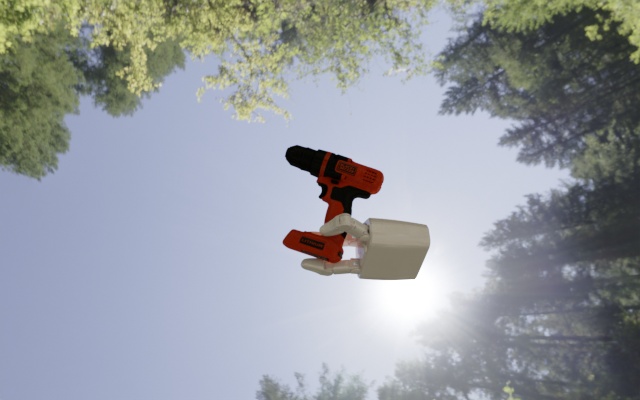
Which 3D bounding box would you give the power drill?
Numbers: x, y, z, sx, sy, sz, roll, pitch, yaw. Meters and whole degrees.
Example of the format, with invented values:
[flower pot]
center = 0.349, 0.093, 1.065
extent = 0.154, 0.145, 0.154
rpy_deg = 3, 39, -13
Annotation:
[power drill]
center = 0.000, 0.003, 0.839
extent = 0.184, 0.187, 0.057
rpy_deg = 18, -13, 10
